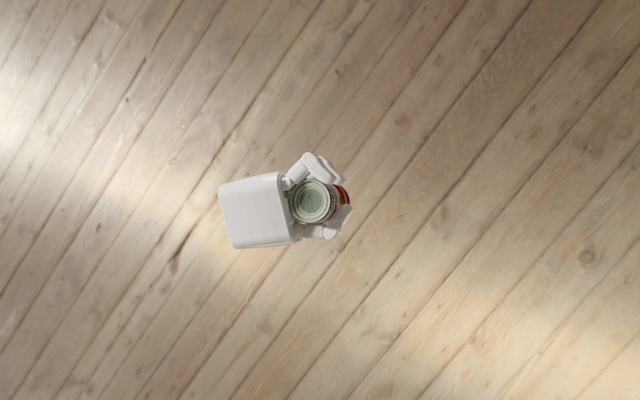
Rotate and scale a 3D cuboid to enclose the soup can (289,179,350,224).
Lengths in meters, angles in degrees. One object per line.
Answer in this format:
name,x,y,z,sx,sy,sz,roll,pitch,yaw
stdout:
soup can,0.001,0.002,0.743,0.068,0.068,0.102,0,-2,19
